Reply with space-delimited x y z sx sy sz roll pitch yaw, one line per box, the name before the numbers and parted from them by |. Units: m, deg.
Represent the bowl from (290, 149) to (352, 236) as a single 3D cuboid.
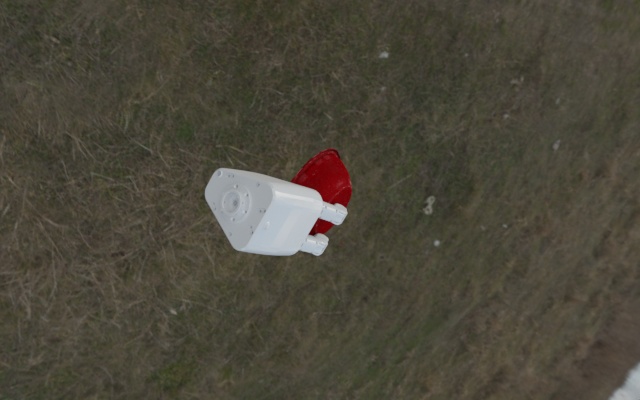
bowl | 0.001 0.002 0.741 0.055 0.162 0.162 34 12 19
